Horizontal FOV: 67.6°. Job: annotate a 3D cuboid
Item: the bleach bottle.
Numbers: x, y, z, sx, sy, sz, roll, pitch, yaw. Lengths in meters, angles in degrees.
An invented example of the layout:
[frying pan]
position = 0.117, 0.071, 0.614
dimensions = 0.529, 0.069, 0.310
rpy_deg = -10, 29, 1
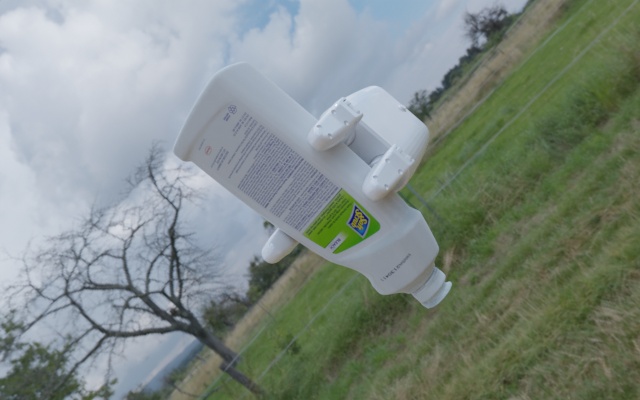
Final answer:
[bleach bottle]
position = 0.000, 0.001, 0.402
dimensions = 0.103, 0.251, 0.068
rpy_deg = -49, -1, 34
